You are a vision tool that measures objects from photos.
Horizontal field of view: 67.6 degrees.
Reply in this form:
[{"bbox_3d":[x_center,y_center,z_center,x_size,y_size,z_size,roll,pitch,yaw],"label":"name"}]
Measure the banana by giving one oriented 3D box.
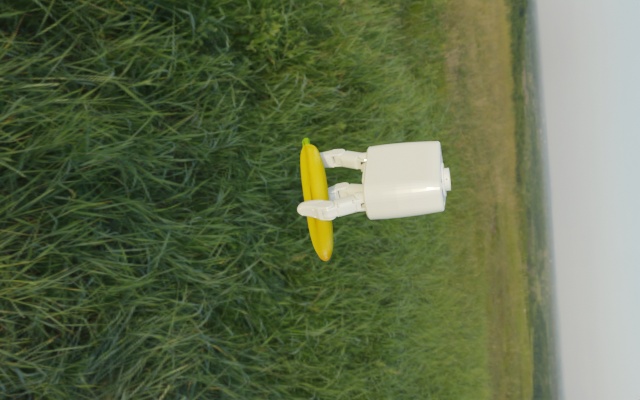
[{"bbox_3d":[-0.003,0.001,0.729,0.037,0.198,0.069,-7,5,9],"label":"banana"}]
